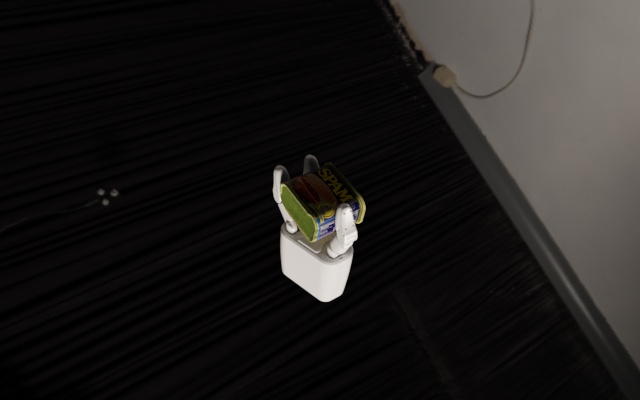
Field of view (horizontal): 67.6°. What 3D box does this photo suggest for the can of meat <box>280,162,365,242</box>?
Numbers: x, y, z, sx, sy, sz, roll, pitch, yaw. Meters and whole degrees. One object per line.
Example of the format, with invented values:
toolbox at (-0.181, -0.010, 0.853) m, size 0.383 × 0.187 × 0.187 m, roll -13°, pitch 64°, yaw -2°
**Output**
can of meat at (0.000, 0.002, 0.691) m, size 0.084 × 0.102 × 0.057 m, roll -23°, pitch -34°, yaw -26°
